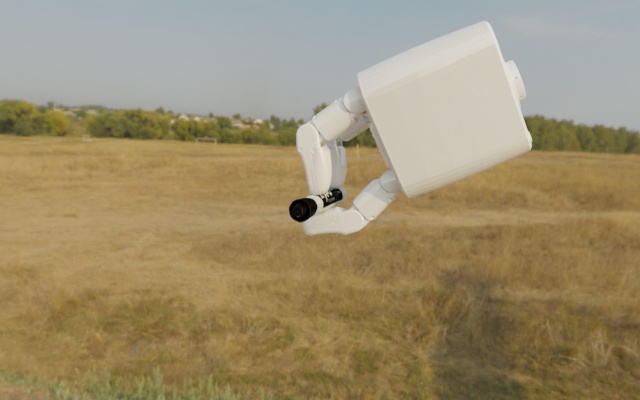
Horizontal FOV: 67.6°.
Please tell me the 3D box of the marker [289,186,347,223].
[{"bbox_3d":[0.000,0.001,0.428,0.020,0.020,0.121,0,7,17],"label":"marker"}]
